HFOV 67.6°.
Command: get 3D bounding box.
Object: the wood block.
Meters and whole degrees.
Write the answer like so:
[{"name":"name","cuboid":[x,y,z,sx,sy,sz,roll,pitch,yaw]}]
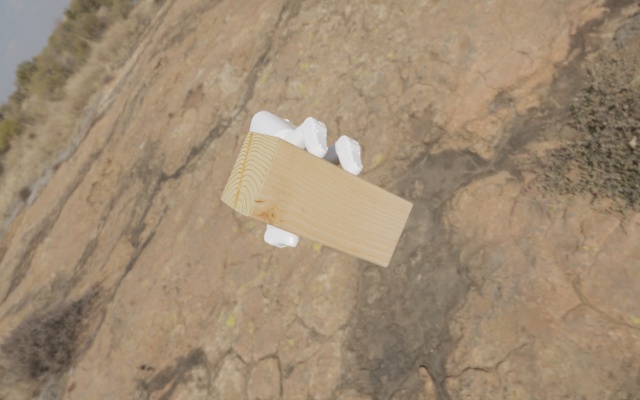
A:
[{"name":"wood block","cuboid":[0.000,0.002,0.580,0.206,0.091,0.090,23,0,-33]}]
